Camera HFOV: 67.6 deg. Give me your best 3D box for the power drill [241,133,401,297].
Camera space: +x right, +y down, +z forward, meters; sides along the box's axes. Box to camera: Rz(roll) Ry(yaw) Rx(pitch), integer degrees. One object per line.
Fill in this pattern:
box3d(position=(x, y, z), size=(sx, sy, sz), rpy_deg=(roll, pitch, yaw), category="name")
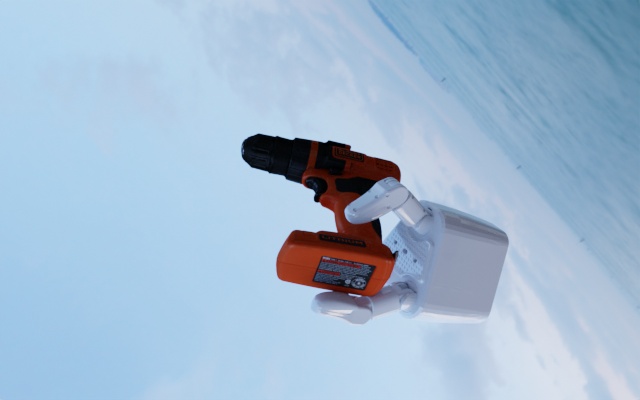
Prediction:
box3d(position=(0.000, 0.002, 0.489), size=(0.184, 0.057, 0.187), rpy_deg=(11, 40, -7), category="power drill")
